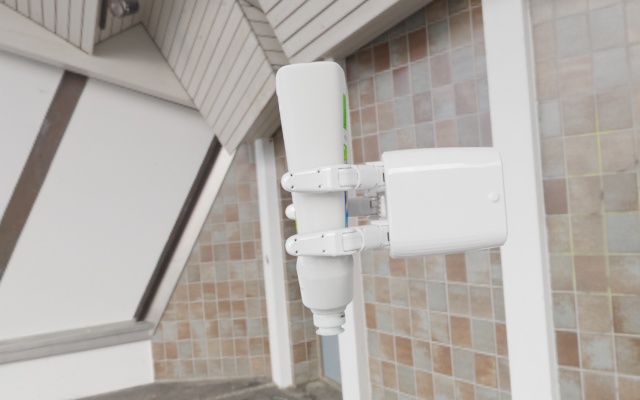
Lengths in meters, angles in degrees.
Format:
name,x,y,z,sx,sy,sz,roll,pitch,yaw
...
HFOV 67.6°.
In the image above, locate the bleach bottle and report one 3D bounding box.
name,x,y,z,sx,sy,sz,roll,pitch,yaw
bleach bottle,0.000,0.001,0.469,0.068,0.251,0.102,-5,0,2
